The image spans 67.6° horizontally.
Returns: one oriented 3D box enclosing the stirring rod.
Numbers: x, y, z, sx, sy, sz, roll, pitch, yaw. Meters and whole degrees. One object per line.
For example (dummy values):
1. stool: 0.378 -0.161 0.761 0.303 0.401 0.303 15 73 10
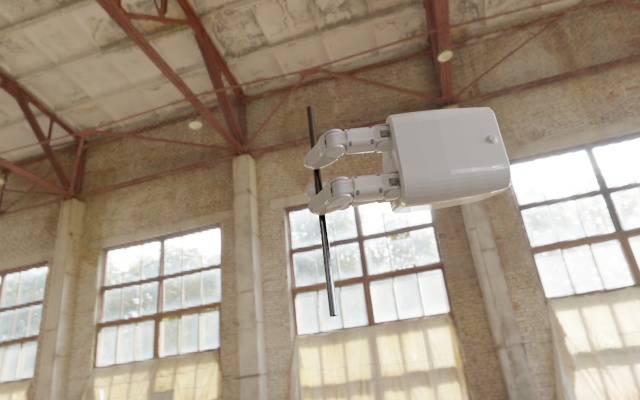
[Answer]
1. stirring rod: 0.000 0.002 0.506 0.011 0.239 0.011 -6 -24 -2
